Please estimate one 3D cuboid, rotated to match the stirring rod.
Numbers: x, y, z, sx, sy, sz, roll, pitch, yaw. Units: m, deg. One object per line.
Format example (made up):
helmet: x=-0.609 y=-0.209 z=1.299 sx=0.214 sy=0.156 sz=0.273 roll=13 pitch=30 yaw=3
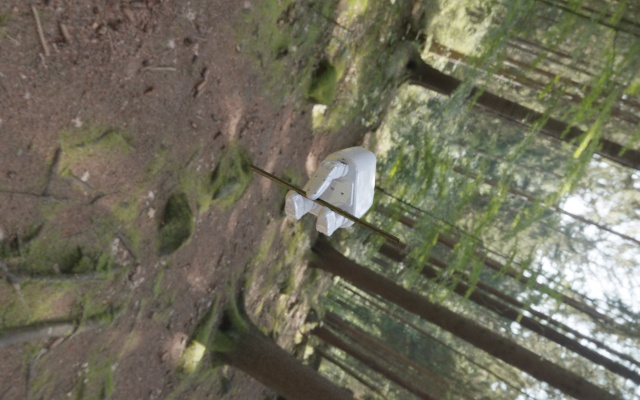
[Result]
stirring rod: x=0.000 y=0.002 z=0.665 sx=0.239 sy=0.011 sz=0.011 roll=27 pitch=8 yaw=17
